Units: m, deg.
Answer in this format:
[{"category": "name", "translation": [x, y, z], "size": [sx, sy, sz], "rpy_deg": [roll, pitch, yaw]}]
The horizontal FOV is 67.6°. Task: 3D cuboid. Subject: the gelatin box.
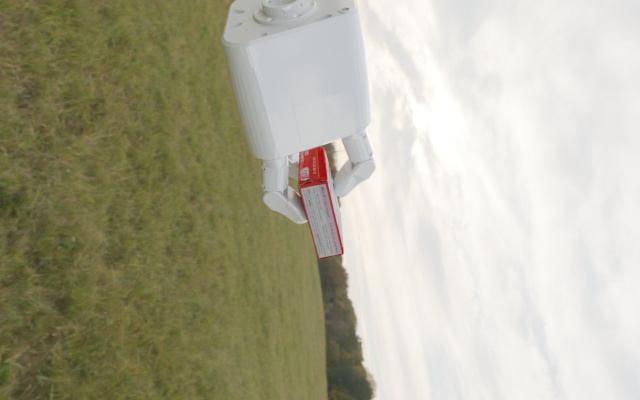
[{"category": "gelatin box", "translation": [0.001, 0.002, 0.478], "size": [0.030, 0.089, 0.073], "rpy_deg": [-12, 31, 5]}]
